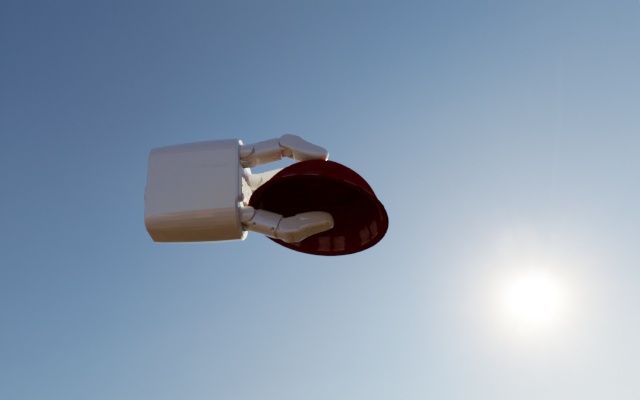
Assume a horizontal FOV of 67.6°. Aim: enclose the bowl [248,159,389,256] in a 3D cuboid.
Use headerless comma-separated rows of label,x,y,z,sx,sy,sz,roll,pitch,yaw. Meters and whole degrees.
bowl,0.001,0.002,0.558,0.162,0.055,0.162,6,-36,4
